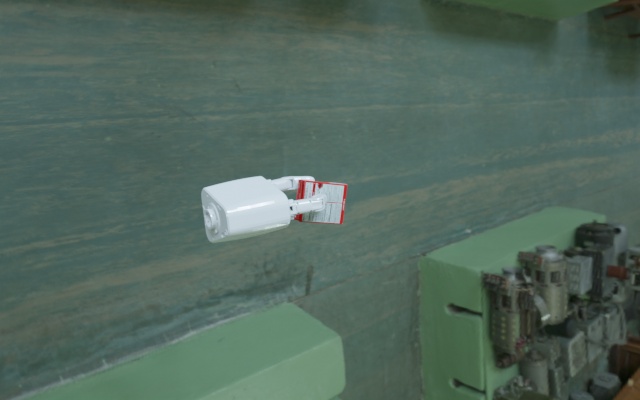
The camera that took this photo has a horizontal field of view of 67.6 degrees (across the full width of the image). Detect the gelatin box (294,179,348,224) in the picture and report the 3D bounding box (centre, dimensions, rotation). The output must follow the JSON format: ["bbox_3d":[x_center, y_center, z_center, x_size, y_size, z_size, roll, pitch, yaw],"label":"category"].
[{"bbox_3d":[0.001,0.003,0.848,0.089,0.073,0.030,4,4,-27],"label":"gelatin box"}]
